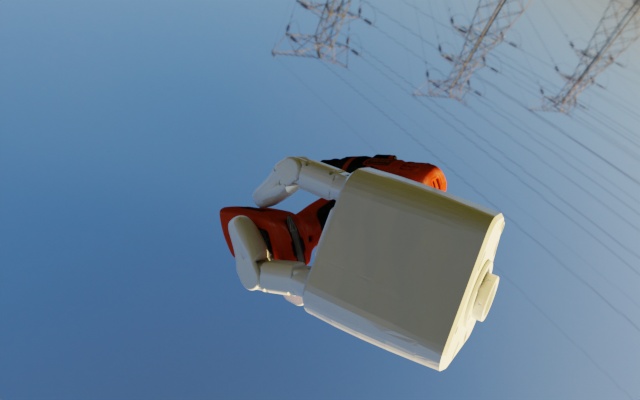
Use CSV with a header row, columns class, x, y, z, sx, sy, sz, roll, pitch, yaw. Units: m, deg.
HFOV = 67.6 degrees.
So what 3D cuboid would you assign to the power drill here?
class,x,y,z,sx,sy,sz,roll,pitch,yaw
power drill,0.000,0.002,0.472,0.187,0.057,0.184,-26,20,-33
